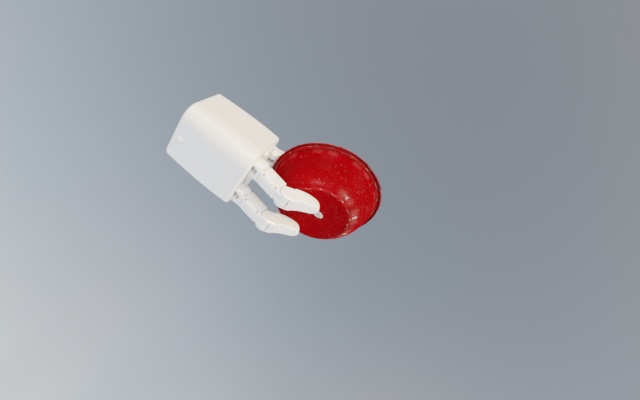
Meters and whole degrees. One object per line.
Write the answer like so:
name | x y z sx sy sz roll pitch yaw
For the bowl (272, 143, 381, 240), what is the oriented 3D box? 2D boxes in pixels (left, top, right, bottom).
bowl | 0.001 0.003 0.658 0.162 0.162 0.055 0 40 17
